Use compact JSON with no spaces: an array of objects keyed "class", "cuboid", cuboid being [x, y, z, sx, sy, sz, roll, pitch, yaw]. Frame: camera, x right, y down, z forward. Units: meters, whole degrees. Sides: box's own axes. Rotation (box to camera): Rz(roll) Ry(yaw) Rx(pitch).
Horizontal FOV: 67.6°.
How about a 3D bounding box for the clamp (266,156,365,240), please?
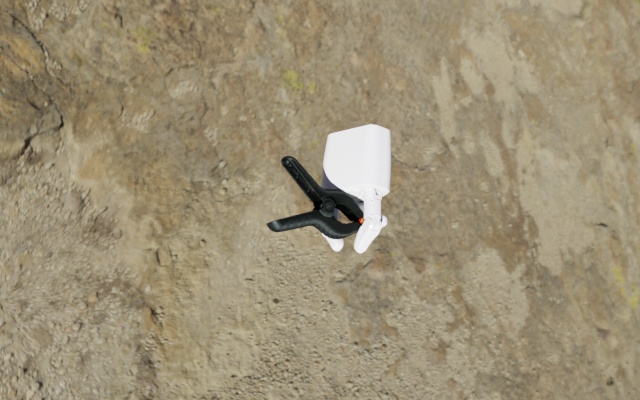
[{"class":"clamp","cuboid":[0.001,0.002,0.730,0.171,0.120,0.039,14,-17,-31]}]
